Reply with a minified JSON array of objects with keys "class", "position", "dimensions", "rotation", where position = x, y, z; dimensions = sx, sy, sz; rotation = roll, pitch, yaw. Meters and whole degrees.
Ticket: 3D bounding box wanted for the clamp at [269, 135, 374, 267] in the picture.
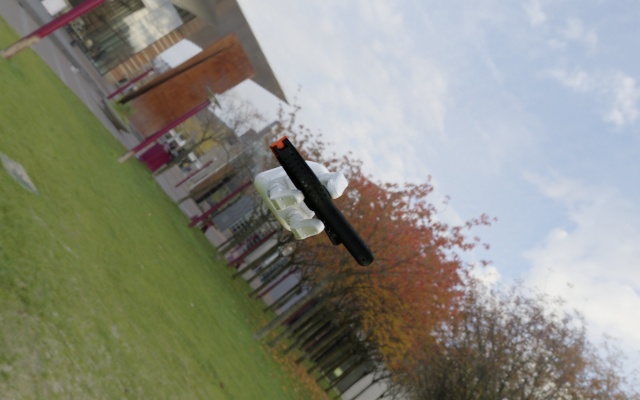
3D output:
[{"class":"clamp","position":[0.000,0.001,0.687],"dimensions":[0.036,0.210,0.164],"rotation":[-36,19,-8]}]
